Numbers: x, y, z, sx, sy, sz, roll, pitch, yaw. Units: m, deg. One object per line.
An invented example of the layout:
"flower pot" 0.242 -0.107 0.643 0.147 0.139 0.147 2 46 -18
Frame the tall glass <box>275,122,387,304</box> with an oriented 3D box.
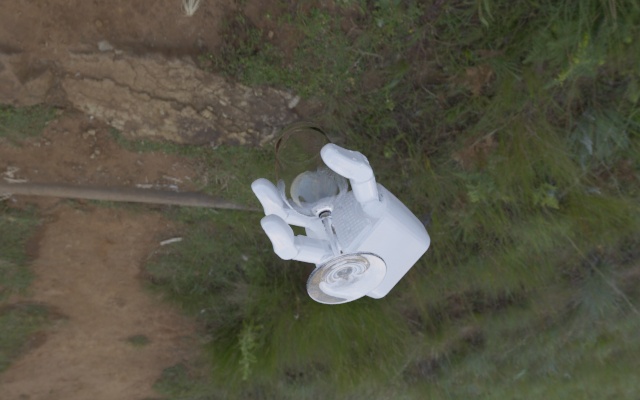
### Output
"tall glass" 0.000 0.002 0.491 0.079 0.079 0.201 0 44 -20
